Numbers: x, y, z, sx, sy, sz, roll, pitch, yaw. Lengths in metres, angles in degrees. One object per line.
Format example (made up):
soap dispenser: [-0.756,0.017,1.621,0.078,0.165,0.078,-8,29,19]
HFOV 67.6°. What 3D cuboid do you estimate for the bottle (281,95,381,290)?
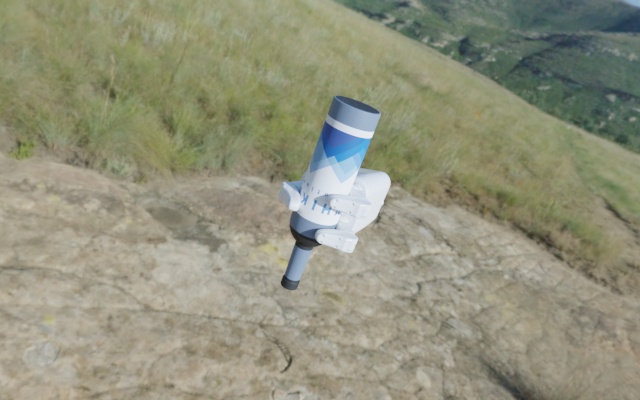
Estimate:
bottle: [0.000,0.002,0.681,0.069,0.296,0.069,18,21,-7]
